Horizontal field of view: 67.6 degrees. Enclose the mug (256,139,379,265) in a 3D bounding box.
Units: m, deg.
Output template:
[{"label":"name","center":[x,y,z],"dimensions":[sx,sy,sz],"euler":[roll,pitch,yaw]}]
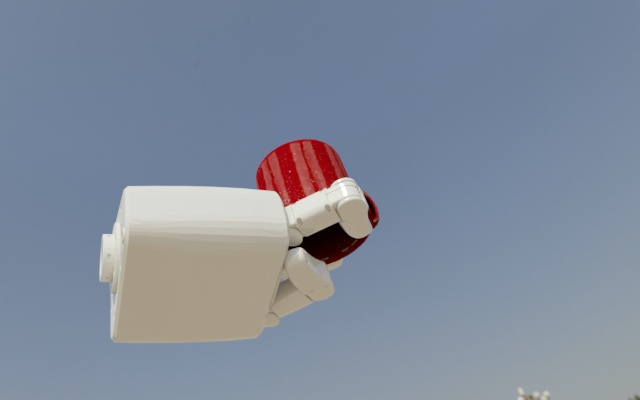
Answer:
[{"label":"mug","center":[0.001,0.001,0.427],"dimensions":[0.117,0.081,0.093],"euler":[4,-44,-28]}]
